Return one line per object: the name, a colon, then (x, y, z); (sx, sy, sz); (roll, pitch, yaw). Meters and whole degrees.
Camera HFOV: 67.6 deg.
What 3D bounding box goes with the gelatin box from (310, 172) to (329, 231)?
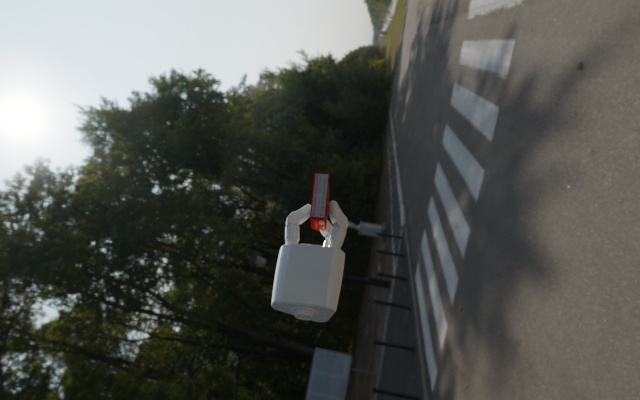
gelatin box: (0.000, 0.002, 0.869); (0.030, 0.089, 0.073); (4, -18, 2)
